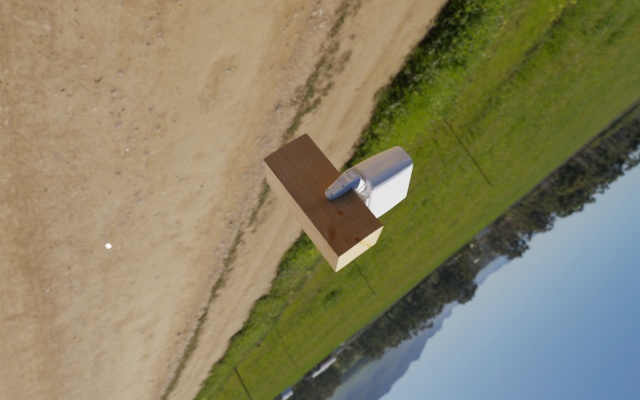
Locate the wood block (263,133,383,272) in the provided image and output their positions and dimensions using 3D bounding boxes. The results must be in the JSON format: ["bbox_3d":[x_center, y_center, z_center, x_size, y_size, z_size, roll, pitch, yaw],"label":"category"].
[{"bbox_3d":[0.001,0.002,0.799,0.090,0.206,0.091,-34,-18,-16],"label":"wood block"}]
